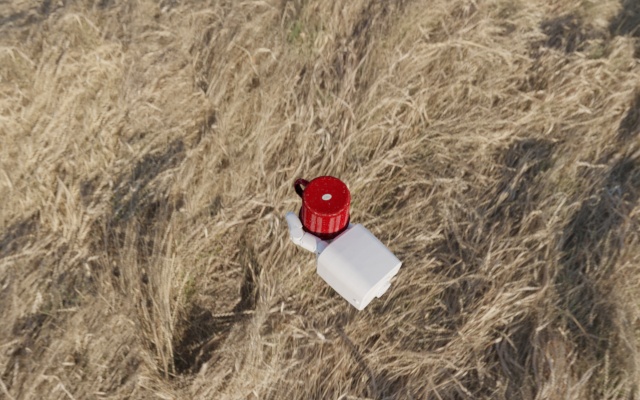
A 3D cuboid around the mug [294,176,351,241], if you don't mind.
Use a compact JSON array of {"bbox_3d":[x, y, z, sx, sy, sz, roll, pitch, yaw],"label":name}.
[{"bbox_3d":[-0.001,0.002,0.827,0.093,0.117,0.081,-41,-19,-22],"label":"mug"}]
